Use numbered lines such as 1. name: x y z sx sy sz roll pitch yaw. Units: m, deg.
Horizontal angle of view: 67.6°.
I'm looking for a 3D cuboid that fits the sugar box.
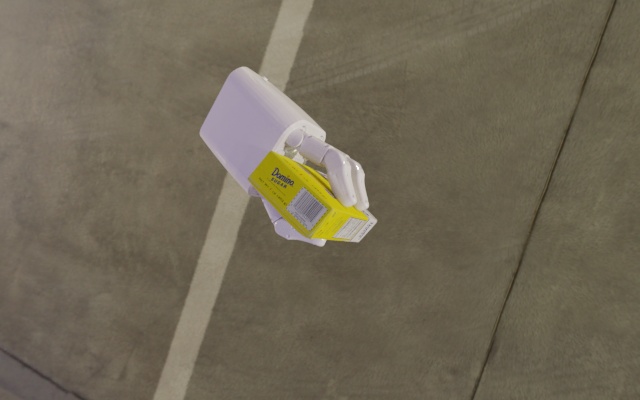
1. sugar box: 0.000 0.001 0.541 0.093 0.048 0.176 44 12 18
